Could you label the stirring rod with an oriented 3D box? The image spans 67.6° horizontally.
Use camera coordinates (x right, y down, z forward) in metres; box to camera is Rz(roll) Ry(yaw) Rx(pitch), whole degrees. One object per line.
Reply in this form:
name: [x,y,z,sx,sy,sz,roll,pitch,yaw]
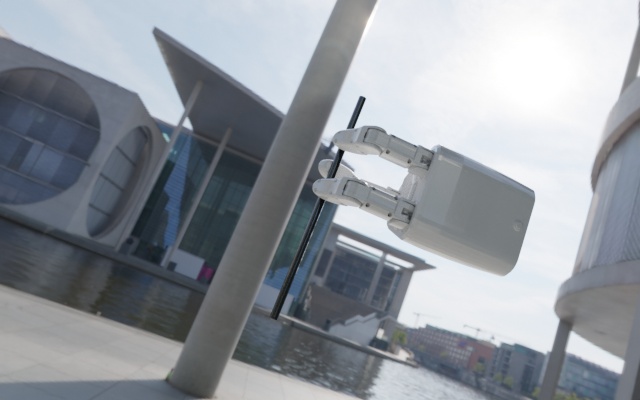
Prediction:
stirring rod: [0.000,0.002,0.471,0.011,0.239,0.011,21,-13,5]
